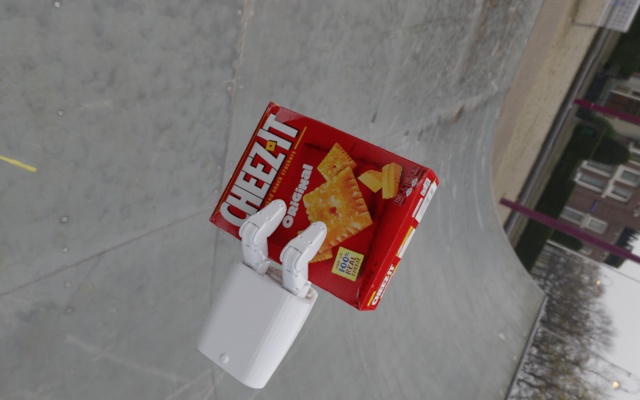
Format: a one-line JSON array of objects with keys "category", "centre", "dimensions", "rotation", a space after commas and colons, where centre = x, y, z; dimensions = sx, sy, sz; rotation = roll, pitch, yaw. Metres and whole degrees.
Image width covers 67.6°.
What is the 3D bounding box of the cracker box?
[{"category": "cracker box", "centre": [0.000, 0.002, 0.544], "dimensions": [0.213, 0.164, 0.072], "rotation": [27, -1, 23]}]
